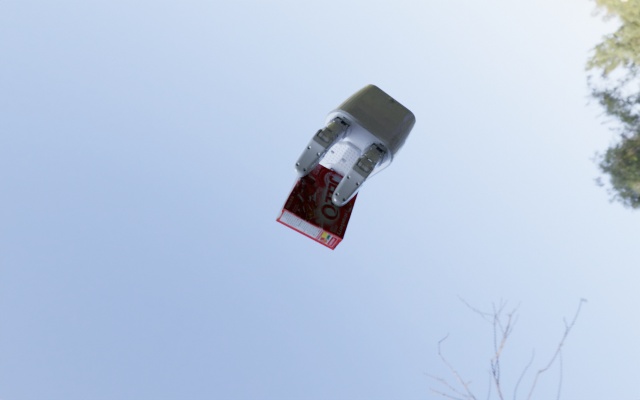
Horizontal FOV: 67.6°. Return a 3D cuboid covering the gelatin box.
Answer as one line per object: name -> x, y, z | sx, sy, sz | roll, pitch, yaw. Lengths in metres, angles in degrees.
gelatin box -> 0.000, 0.002, 0.539 | 0.073, 0.089, 0.030 | 28, -42, -6
